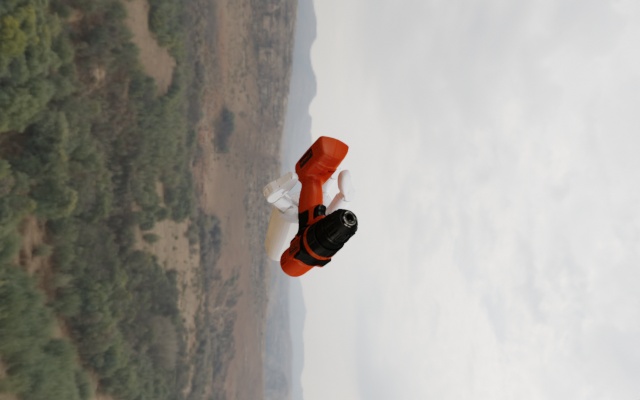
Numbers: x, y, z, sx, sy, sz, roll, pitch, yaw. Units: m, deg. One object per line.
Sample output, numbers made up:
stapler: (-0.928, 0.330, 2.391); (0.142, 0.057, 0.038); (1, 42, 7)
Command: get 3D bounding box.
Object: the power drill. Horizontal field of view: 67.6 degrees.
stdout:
power drill: (0.000, 0.002, 0.689); (0.057, 0.187, 0.184); (20, -34, -21)
